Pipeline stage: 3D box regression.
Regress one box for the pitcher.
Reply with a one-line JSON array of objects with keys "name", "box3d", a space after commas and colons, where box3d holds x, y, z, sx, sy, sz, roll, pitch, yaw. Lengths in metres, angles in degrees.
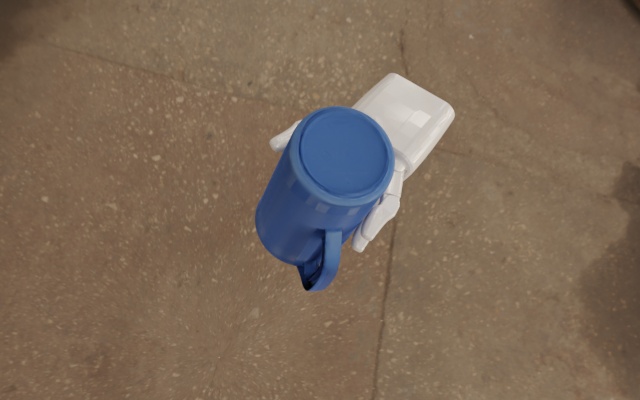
[{"name": "pitcher", "box3d": [0.000, 0.002, 0.566, 0.149, 0.145, 0.243, 42, -22, 4]}]
